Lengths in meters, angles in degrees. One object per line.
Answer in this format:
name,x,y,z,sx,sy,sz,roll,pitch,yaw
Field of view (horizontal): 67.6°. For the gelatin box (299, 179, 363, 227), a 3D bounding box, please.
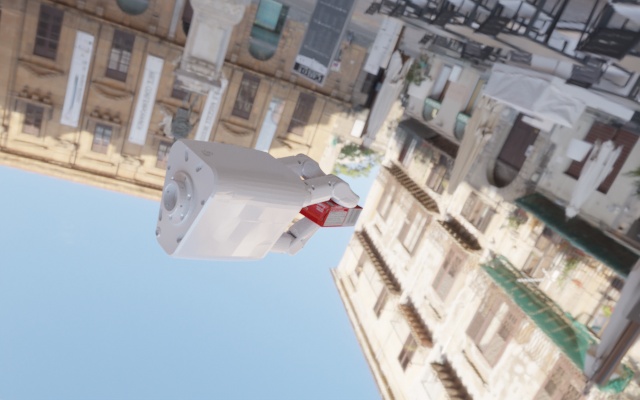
gelatin box,0.000,0.002,0.576,0.073,0.030,0.089,32,14,27
